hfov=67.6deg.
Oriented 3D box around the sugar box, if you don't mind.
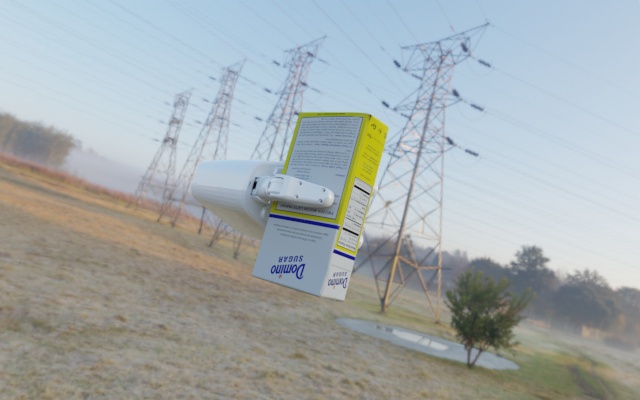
[{"bbox_3d":[0.000,0.002,0.469,0.093,0.176,0.048,9,-9,41],"label":"sugar box"}]
